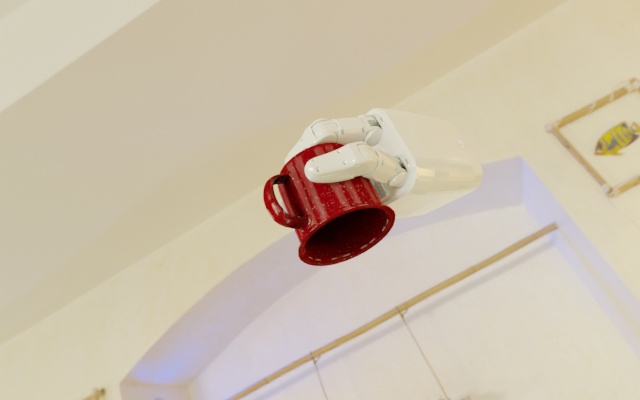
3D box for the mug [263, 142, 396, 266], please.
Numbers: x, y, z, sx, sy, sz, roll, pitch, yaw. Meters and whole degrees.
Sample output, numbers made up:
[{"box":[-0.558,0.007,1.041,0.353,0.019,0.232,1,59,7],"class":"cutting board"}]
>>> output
[{"box":[-0.001,0.001,0.434,0.117,0.081,0.093,1,-40,-36],"class":"mug"}]
